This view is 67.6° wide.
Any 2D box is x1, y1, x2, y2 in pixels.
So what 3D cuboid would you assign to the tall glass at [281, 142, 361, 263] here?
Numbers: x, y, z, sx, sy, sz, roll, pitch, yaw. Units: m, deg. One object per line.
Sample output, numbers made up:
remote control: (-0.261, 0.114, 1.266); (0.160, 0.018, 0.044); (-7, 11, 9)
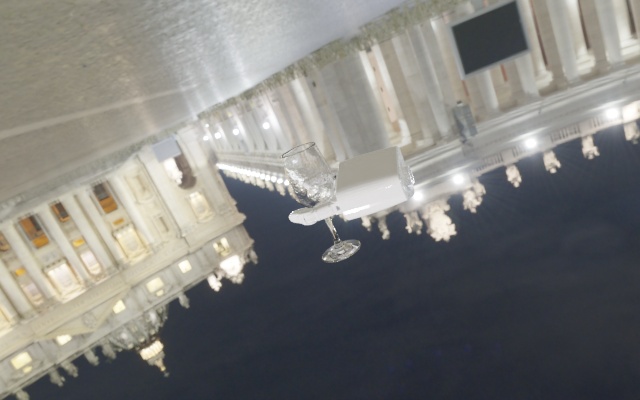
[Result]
tall glass: (0.000, 0.003, 0.824); (0.079, 0.201, 0.079); (-22, 16, 7)
